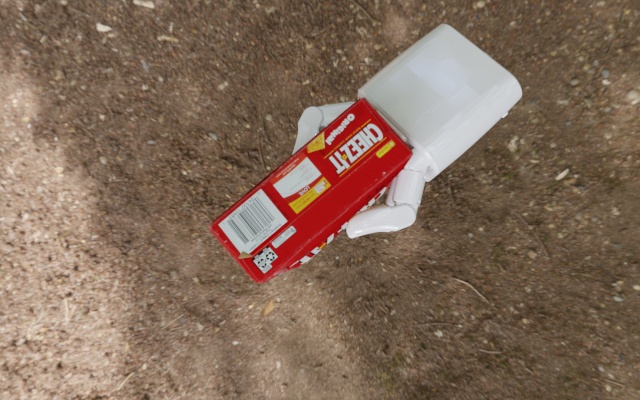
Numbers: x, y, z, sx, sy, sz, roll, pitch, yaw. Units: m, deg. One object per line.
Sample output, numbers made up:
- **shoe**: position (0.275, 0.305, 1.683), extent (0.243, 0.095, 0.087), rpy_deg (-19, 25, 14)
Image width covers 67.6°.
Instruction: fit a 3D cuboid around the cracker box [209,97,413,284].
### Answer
- **cracker box**: position (0.000, 0.001, 0.478), extent (0.164, 0.072, 0.214), rpy_deg (-40, -6, 0)
